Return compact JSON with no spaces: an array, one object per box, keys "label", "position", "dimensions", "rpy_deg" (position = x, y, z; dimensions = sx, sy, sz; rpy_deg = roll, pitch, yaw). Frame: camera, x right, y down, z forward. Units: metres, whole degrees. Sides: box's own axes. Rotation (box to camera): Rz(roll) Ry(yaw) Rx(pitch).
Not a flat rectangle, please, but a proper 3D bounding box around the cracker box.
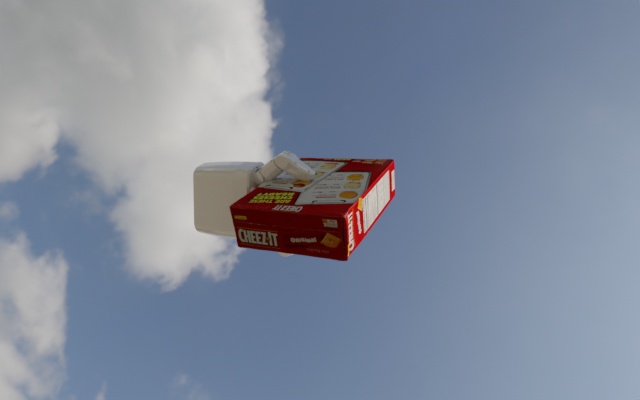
[{"label":"cracker box","position":[0.000,0.002,0.686],"dimensions":[0.164,0.072,0.213],"rpy_deg":[4,24,25]}]
